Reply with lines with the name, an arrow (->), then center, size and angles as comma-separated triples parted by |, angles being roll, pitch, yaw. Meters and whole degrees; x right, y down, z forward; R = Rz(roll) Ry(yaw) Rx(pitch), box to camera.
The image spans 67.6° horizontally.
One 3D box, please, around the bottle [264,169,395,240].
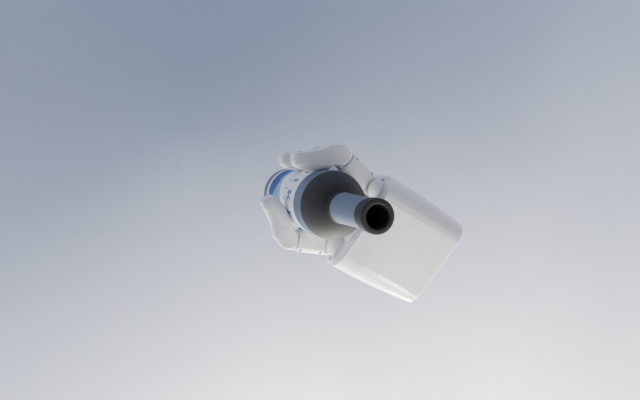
bottle -> 0.000, 0.002, 0.491 | 0.069, 0.069, 0.295 | 0, 4, -17
